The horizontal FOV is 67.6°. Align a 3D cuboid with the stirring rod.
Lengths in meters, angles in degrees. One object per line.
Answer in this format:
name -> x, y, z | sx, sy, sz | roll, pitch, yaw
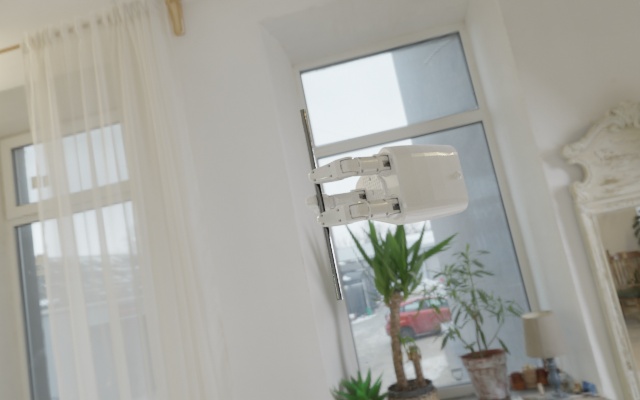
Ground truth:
stirring rod -> 0.000, 0.002, 0.588 | 0.011, 0.239, 0.011 | -11, -9, -2
